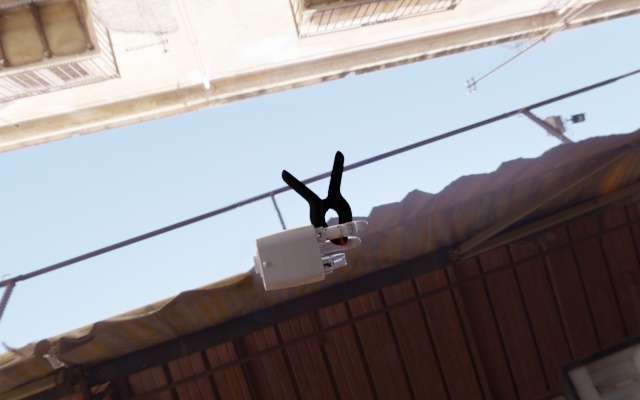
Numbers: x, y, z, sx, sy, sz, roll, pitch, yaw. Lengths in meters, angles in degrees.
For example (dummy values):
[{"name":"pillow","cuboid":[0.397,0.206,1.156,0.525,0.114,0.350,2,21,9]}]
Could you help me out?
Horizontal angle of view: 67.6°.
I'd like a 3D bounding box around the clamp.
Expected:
[{"name":"clamp","cuboid":[0.000,0.003,0.858,0.120,0.171,0.039,-12,-2,-8]}]
